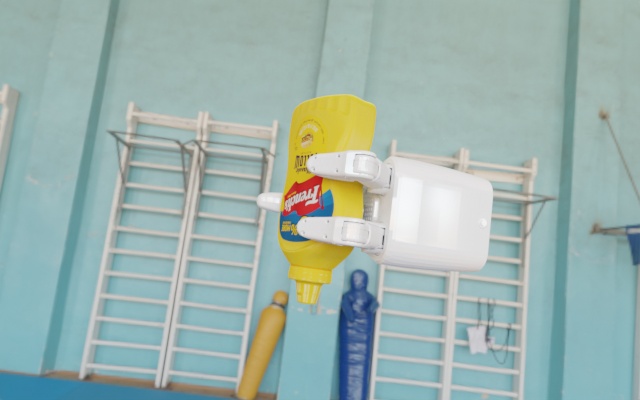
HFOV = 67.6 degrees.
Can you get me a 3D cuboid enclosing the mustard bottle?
[{"bbox_3d":[0.000,0.001,0.455,0.058,0.191,0.096,13,-9,-41],"label":"mustard bottle"}]
